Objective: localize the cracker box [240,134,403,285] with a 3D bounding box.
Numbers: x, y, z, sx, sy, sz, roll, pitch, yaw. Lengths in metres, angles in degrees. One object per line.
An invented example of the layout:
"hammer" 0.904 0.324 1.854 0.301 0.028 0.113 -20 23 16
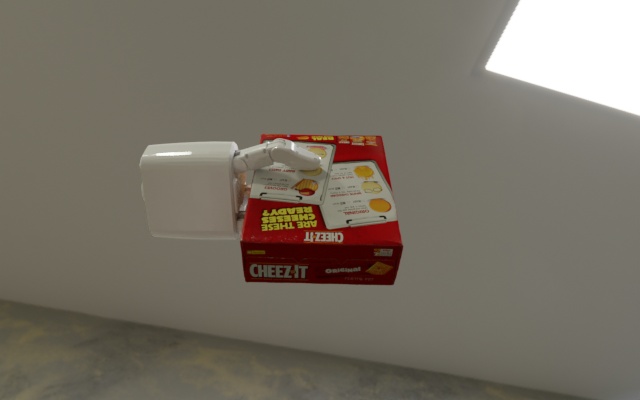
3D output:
"cracker box" 0.000 0.002 0.571 0.164 0.072 0.213 1 39 -1
